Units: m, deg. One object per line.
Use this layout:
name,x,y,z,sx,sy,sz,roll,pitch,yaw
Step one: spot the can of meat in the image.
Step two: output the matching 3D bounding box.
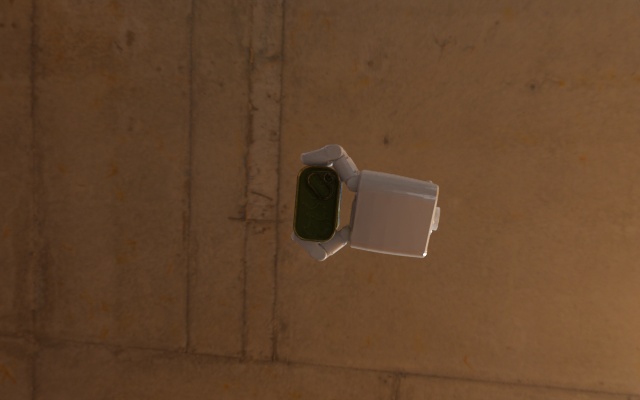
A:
can of meat,0.000,0.002,0.673,0.057,0.102,0.084,5,4,8
